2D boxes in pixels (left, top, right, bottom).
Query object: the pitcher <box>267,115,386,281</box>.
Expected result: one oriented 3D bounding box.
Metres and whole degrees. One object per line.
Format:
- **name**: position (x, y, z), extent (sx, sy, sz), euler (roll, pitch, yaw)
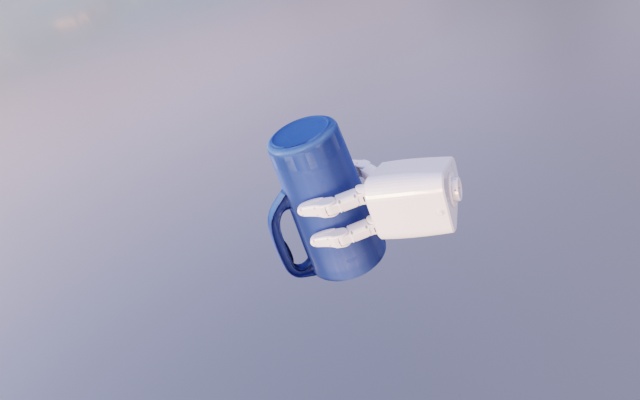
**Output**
- **pitcher**: position (0.000, 0.002, 0.738), extent (0.145, 0.243, 0.149), euler (-4, 36, 28)
